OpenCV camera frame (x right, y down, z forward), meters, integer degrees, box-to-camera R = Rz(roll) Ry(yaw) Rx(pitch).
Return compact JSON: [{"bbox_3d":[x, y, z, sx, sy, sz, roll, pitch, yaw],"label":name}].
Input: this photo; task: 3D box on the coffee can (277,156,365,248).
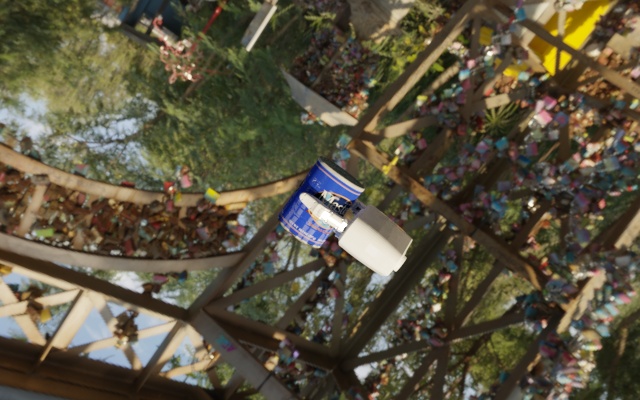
[{"bbox_3d":[0.000,0.003,0.894,0.103,0.140,0.102,35,12,-8],"label":"coffee can"}]
